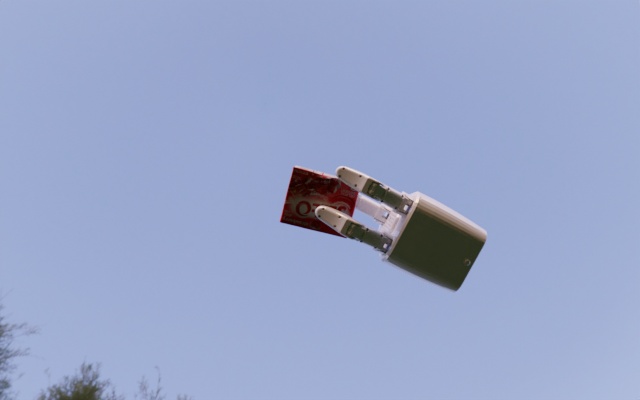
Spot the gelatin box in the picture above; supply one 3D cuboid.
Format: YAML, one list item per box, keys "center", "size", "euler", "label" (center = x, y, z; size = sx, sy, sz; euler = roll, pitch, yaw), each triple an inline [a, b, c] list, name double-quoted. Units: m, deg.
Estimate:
- center: [0.000, 0.002, 0.607]
  size: [0.089, 0.073, 0.030]
  euler: [15, 8, 0]
  label: "gelatin box"
